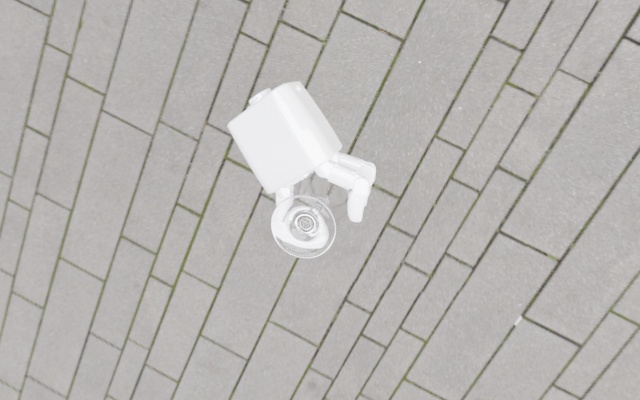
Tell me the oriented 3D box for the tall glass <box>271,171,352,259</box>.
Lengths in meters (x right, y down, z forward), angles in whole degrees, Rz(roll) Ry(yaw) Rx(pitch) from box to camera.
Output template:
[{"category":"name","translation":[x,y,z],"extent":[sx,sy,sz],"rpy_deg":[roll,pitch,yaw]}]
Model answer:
[{"category":"tall glass","translation":[0.000,0.002,0.618],"extent":[0.079,0.079,0.201],"rpy_deg":[0,16,12]}]
